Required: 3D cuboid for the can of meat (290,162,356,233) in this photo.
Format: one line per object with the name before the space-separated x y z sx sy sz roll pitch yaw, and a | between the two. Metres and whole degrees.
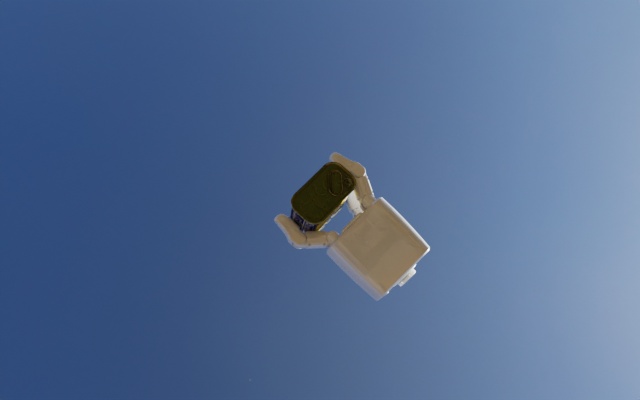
can of meat | 0.000 0.003 0.722 0.057 0.102 0.084 41 -21 9
